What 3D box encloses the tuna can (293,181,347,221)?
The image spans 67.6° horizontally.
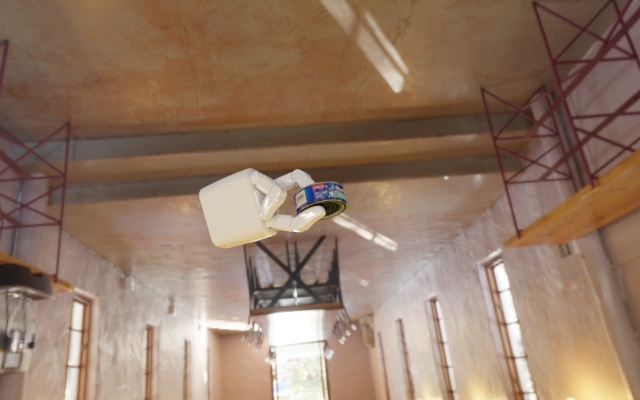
[{"bbox_3d":[0.000,0.003,0.786,0.086,0.033,0.086,-10,-23,-4],"label":"tuna can"}]
